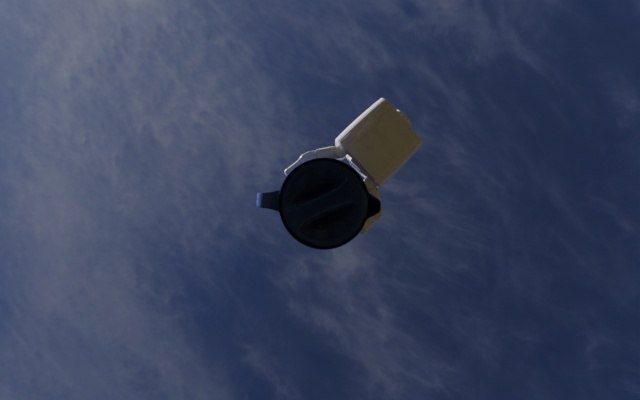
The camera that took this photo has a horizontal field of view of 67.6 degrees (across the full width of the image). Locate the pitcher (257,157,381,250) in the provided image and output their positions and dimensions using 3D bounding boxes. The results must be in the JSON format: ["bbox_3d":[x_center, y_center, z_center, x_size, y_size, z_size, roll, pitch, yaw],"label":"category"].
[{"bbox_3d":[0.000,0.003,0.803,0.145,0.149,0.243,-44,-2,2],"label":"pitcher"}]
